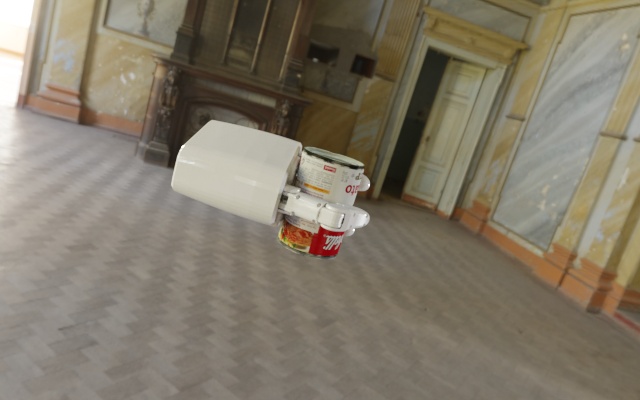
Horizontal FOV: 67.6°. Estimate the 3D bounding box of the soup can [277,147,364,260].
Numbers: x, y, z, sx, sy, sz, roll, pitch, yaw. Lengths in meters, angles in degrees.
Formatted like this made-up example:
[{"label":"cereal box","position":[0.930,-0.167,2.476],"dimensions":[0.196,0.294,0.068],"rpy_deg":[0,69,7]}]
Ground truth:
[{"label":"soup can","position":[0.001,0.002,0.502],"dimensions":[0.068,0.102,0.068],"rpy_deg":[16,12,-3]}]
